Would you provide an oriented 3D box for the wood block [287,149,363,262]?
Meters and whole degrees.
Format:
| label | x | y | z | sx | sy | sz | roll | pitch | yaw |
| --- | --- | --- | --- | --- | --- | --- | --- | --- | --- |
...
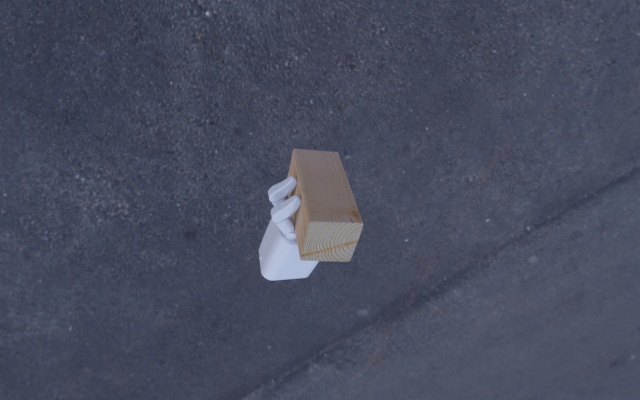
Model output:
| label | x | y | z | sx | sy | sz | roll | pitch | yaw |
| --- | --- | --- | --- | --- | --- | --- | --- | --- | --- |
| wood block | 0.000 | 0.003 | 0.848 | 0.091 | 0.090 | 0.206 | 3 | 38 | -15 |
